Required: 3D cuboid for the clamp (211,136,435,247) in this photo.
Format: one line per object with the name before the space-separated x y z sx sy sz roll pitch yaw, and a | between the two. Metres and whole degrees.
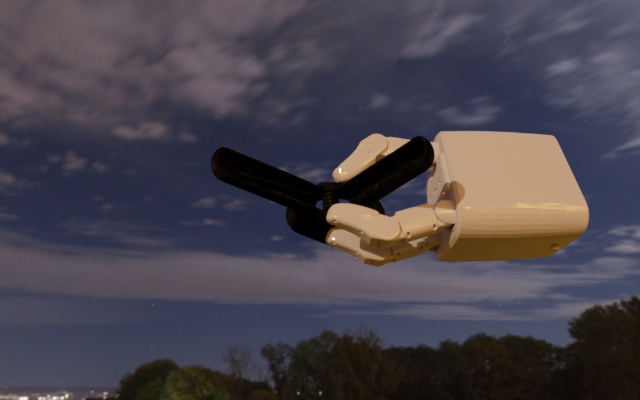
clamp | 0.000 0.001 0.431 0.164 0.036 0.210 1 -22 1
